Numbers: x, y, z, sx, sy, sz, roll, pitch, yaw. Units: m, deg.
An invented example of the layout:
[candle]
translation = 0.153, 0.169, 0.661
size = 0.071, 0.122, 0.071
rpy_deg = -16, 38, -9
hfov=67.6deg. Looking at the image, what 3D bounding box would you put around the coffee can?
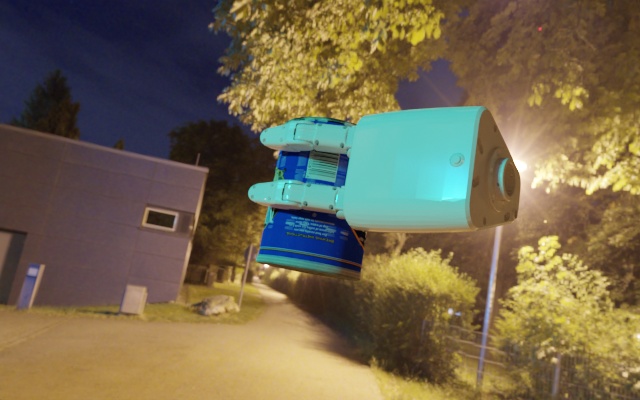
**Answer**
[coffee can]
translation = 0.000, 0.002, 0.475
size = 0.103, 0.140, 0.103
rpy_deg = 10, -11, 2
